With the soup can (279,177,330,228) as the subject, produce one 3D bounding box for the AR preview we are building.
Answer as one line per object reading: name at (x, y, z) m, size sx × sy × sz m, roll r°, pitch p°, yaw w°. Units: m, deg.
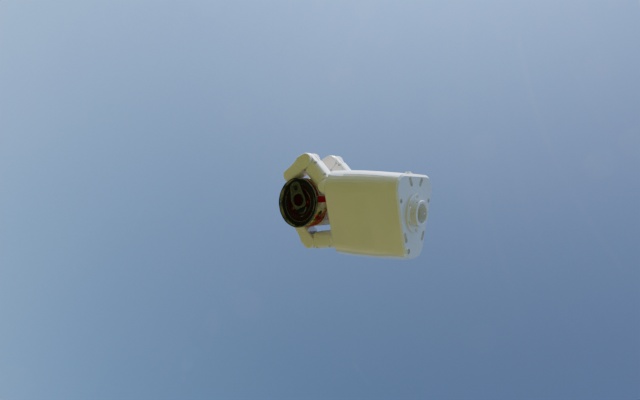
soup can at (0.000, 0.002, 0.679) m, size 0.068 × 0.068 × 0.102 m, roll 0°, pitch 0°, yaw 39°
